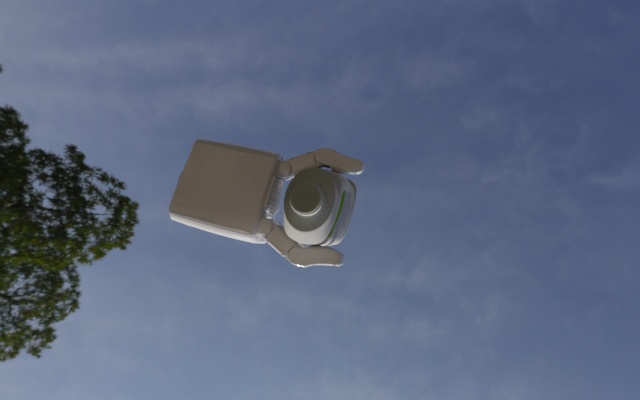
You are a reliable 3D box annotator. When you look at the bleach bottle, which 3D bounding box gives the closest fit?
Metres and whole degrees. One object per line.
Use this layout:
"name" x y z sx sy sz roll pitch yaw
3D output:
"bleach bottle" 0.000 0.002 0.556 0.068 0.102 0.251 14 -4 7
